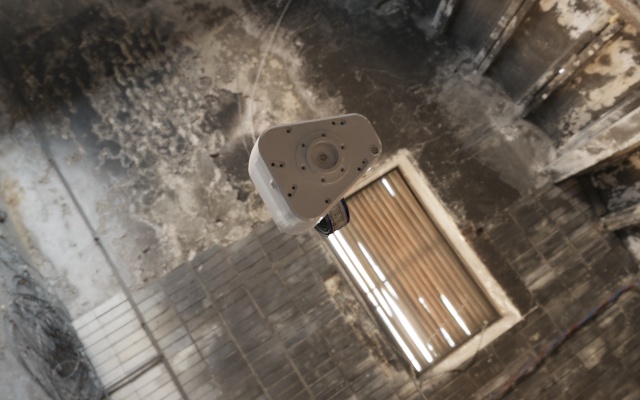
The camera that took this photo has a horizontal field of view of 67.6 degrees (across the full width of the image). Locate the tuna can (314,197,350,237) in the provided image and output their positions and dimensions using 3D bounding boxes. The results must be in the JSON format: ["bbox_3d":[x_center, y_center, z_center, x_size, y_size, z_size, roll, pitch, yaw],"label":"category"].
[{"bbox_3d":[0.001,0.002,0.605,0.033,0.086,0.086,-31,10,-16],"label":"tuna can"}]
